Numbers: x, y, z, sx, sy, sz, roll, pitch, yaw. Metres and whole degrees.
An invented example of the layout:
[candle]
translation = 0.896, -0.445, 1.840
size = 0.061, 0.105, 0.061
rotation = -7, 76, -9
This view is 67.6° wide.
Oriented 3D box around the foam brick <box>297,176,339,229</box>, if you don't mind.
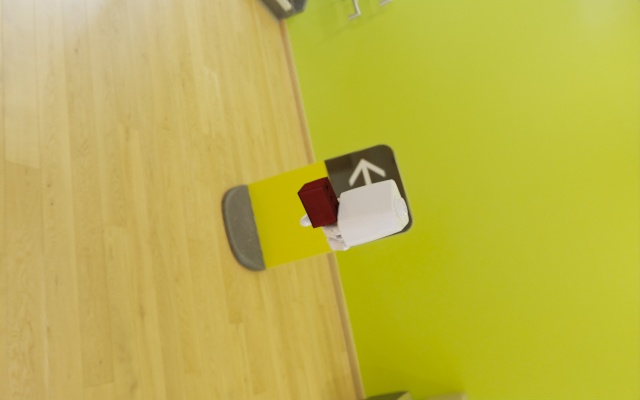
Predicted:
[foam brick]
translation = 0.000, 0.003, 0.893
size = 0.051, 0.078, 0.053
rotation = -17, 19, 21
